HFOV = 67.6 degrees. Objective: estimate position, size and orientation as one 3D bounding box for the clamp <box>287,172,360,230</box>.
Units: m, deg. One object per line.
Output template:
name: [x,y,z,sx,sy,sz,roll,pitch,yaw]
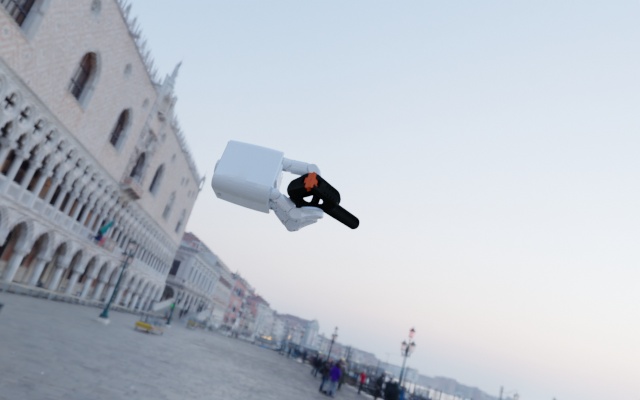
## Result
clamp: [0.000,0.002,0.851,0.164,0.036,0.210,14,-17,1]
